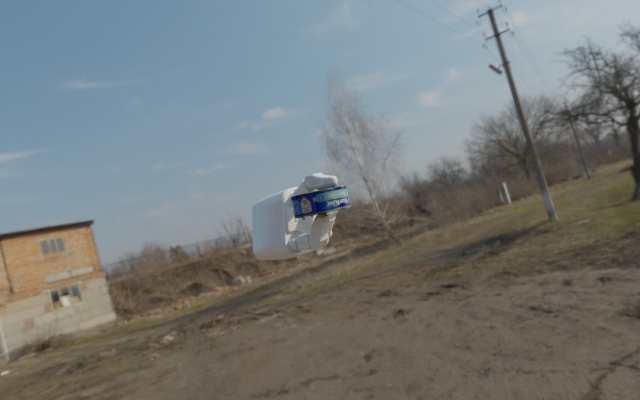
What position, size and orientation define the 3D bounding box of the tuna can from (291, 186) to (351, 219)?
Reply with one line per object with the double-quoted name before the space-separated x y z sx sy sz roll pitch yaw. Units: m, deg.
"tuna can" 0.000 0.002 0.707 0.086 0.034 0.086 -12 0 0
